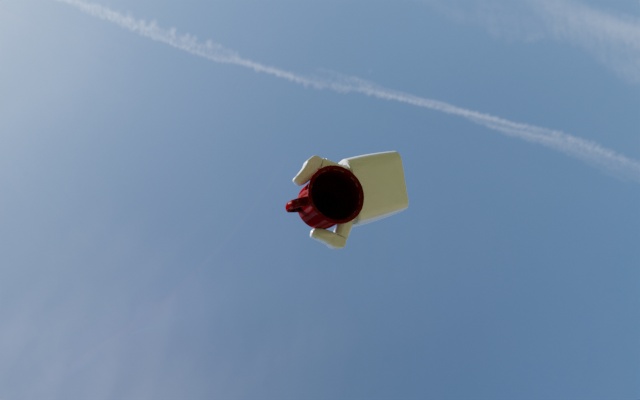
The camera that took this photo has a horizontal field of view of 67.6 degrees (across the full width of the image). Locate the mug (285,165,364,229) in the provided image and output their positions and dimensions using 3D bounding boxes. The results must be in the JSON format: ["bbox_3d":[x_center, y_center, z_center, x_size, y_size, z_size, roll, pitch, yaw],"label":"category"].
[{"bbox_3d":[-0.001,0.003,0.760,0.117,0.093,0.081,-13,-10,-24],"label":"mug"}]
